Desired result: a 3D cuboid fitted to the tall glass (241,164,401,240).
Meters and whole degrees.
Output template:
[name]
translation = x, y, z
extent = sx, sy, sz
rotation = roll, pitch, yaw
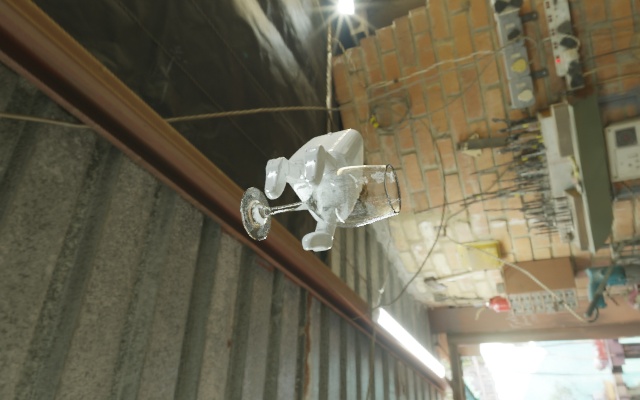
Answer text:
[tall glass]
translation = -0.001, 0.002, 0.623
extent = 0.201, 0.079, 0.079
rotation = -10, -4, 24
